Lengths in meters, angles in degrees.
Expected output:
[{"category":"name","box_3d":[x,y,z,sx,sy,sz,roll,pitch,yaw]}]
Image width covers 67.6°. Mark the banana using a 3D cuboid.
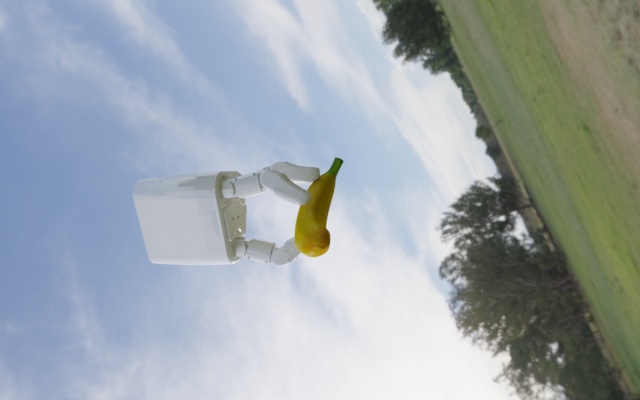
[{"category":"banana","box_3d":[-0.005,0.015,0.531,0.037,0.070,0.197,18,29,-5]}]
